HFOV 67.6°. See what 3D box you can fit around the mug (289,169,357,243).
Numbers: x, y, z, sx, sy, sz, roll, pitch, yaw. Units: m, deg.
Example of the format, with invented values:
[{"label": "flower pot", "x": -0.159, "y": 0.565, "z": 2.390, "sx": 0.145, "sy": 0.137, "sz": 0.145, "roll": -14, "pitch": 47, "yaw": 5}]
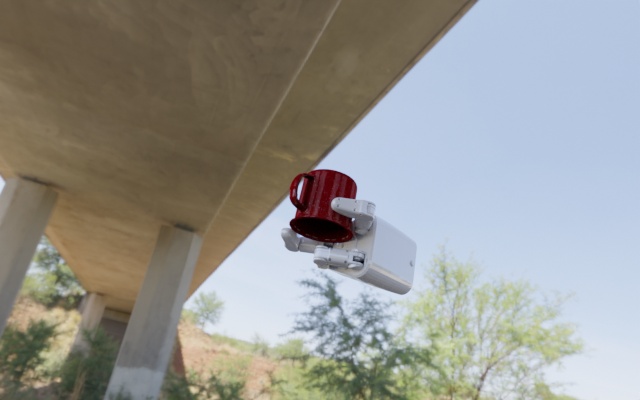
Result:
[{"label": "mug", "x": -0.001, "y": 0.001, "z": 0.687, "sx": 0.093, "sy": 0.081, "sz": 0.117, "roll": -13, "pitch": -35, "yaw": 44}]
